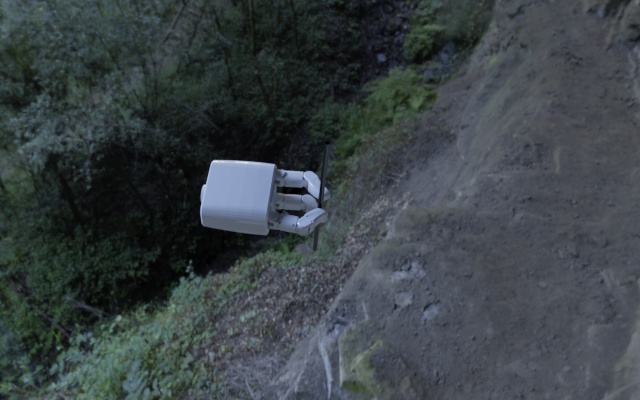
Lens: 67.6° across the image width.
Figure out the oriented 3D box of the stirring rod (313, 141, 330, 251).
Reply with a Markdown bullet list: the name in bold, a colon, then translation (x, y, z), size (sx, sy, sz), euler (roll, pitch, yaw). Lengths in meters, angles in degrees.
- **stirring rod**: translation (0.000, 0.003, 0.764), size (0.011, 0.011, 0.240), euler (0, -44, -7)
